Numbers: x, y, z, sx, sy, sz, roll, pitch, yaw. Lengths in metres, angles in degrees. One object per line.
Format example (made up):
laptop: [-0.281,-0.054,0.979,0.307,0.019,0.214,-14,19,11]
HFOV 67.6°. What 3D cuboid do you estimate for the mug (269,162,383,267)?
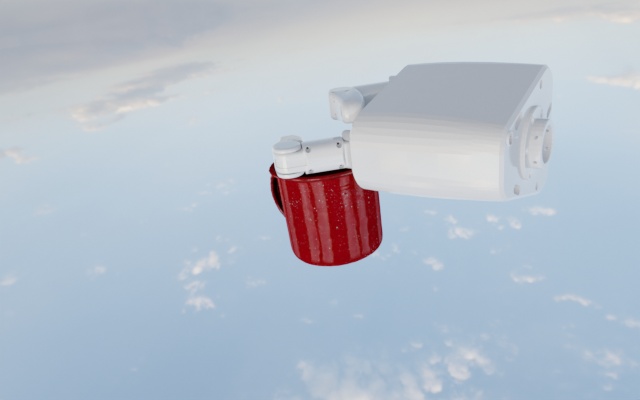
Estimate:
mug: [-0.001,0.001,0.415,0.117,0.081,0.093,9,28,39]
